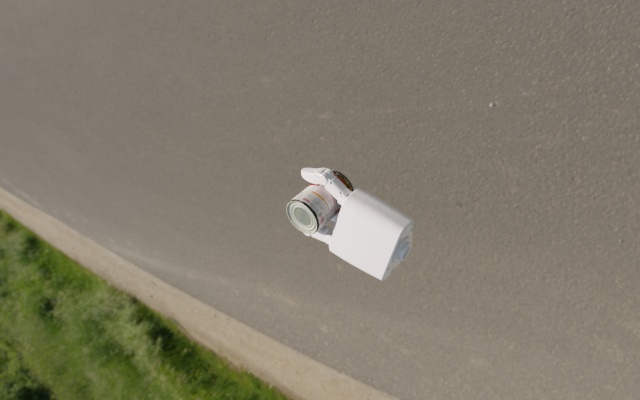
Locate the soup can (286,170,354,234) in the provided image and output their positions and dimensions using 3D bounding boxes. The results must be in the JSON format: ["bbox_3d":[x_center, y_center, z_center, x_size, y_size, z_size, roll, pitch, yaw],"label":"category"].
[{"bbox_3d":[0.000,0.002,0.800,0.068,0.068,0.102,0,31,45],"label":"soup can"}]
